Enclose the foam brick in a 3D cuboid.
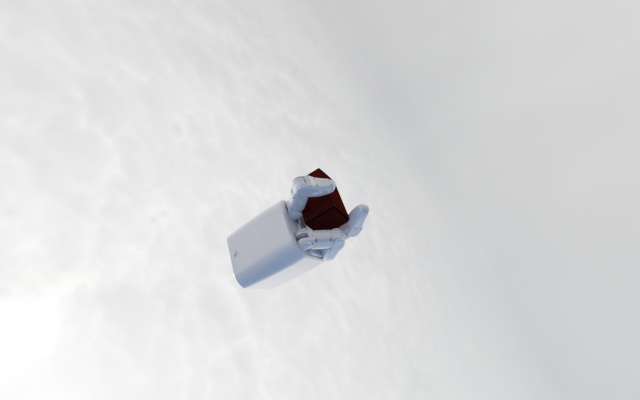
[{"bbox_3d":[0.000,0.002,0.702,0.051,0.078,0.053,-32,-38,15],"label":"foam brick"}]
